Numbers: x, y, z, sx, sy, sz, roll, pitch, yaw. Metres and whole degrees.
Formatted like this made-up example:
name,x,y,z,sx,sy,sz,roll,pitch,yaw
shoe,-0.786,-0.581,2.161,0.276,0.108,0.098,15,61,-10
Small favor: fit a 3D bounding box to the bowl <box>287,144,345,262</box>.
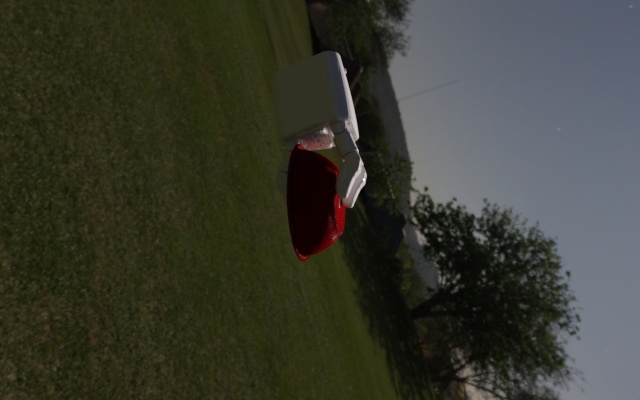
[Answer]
name,x,y,z,sx,sy,sz,roll,pitch,yaw
bowl,0.001,0.003,0.652,0.055,0.162,0.162,-2,0,11
